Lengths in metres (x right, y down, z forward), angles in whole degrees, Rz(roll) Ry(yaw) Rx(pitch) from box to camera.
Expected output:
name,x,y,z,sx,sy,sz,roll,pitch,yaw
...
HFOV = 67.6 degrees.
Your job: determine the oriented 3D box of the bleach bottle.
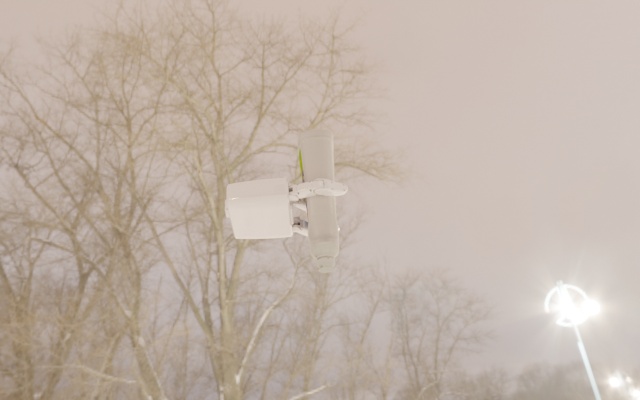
name,x,y,z,sx,sy,sz,roll,pitch,yaw
bleach bottle,0.000,0.003,0.855,0.068,0.250,0.103,-4,-28,-2
